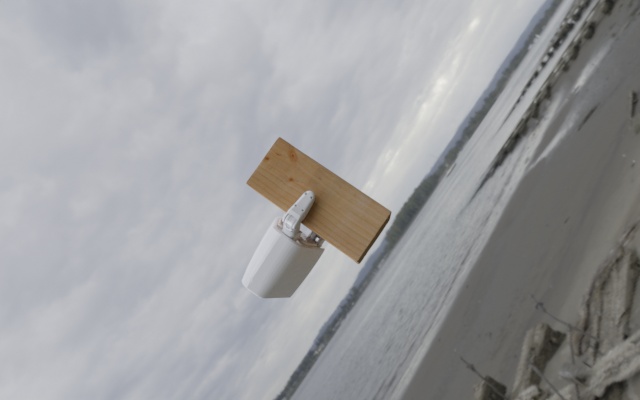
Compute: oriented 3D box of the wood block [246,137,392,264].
[{"bbox_3d":[0.000,0.003,0.747,0.206,0.090,0.091,34,-5,10],"label":"wood block"}]
